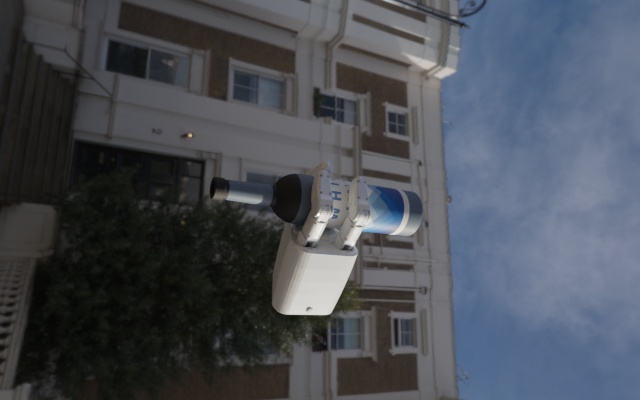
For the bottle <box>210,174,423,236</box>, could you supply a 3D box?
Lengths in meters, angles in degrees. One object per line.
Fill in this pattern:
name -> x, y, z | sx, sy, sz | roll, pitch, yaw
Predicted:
bottle -> 0.000, 0.002, 0.641 | 0.296, 0.069, 0.069 | 8, -3, -27
